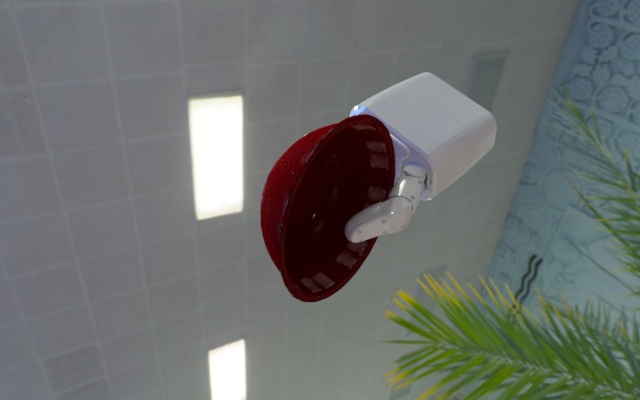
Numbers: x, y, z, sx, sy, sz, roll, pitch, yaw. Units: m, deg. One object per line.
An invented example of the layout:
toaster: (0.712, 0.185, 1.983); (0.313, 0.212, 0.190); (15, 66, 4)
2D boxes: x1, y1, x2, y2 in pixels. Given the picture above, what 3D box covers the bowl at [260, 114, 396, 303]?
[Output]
bowl: (-0.001, 0.002, 0.405); (0.055, 0.162, 0.162); (21, 11, 31)
